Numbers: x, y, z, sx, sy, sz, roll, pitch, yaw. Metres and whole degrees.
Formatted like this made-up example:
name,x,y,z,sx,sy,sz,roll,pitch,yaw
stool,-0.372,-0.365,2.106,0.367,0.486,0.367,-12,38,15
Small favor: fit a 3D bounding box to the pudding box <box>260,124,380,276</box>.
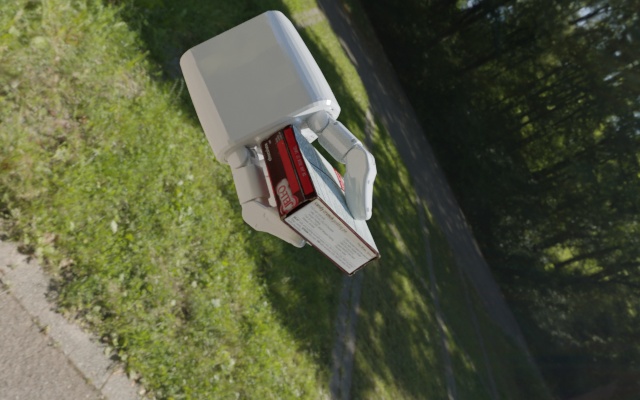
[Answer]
name,x,y,z,sx,sy,sz,roll,pitch,yaw
pudding box,0.000,0.001,0.409,0.039,0.090,0.113,-33,-43,15
